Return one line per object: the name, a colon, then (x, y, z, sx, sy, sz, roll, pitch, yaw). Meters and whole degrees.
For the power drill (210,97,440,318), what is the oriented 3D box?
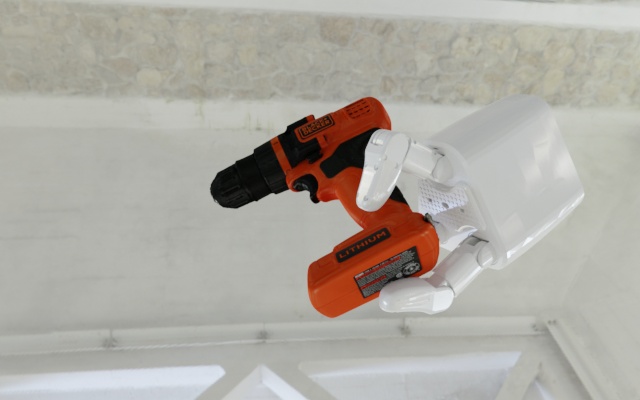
power drill: (0.000, 0.002, 0.409, 0.184, 0.187, 0.057, -27, -41, 3)
